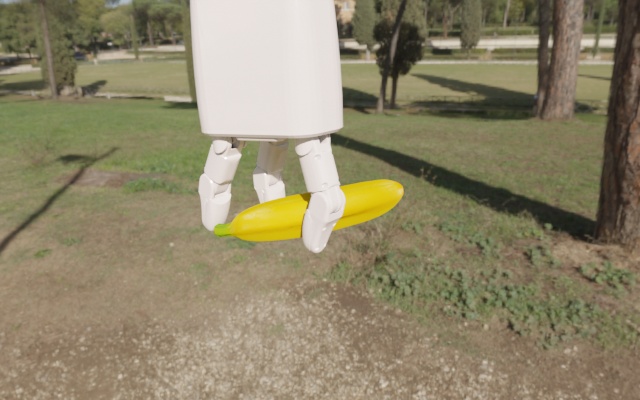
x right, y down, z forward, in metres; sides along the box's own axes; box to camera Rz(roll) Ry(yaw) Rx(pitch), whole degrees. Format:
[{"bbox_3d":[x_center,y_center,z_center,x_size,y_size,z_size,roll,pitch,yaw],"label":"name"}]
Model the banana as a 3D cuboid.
[{"bbox_3d":[0.004,0.006,0.442,0.198,0.037,0.069,-10,15,-20],"label":"banana"}]
